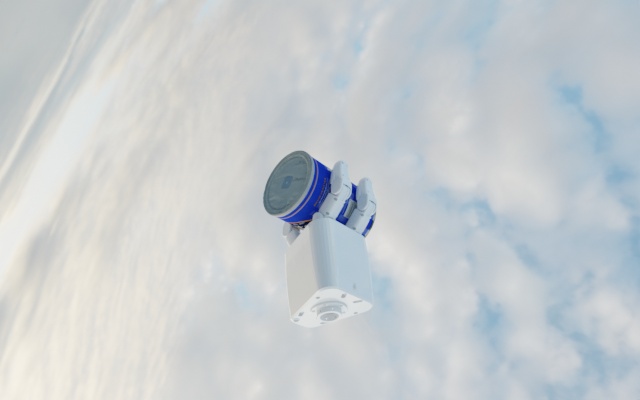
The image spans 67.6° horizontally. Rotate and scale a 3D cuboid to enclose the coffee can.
[{"bbox_3d":[0.000,0.002,0.715,0.140,0.102,0.103,30,-19,-36],"label":"coffee can"}]
